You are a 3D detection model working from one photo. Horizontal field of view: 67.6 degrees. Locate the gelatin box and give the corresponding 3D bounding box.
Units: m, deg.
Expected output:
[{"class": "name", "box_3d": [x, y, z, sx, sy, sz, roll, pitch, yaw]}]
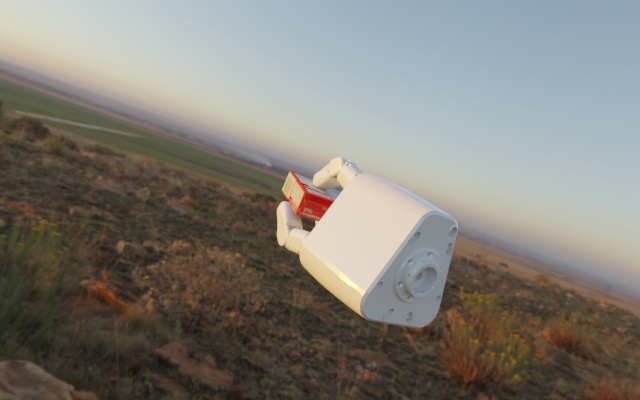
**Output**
[{"class": "gelatin box", "box_3d": [0.000, 0.001, 0.550, 0.073, 0.030, 0.089, 20, 12, -21]}]
